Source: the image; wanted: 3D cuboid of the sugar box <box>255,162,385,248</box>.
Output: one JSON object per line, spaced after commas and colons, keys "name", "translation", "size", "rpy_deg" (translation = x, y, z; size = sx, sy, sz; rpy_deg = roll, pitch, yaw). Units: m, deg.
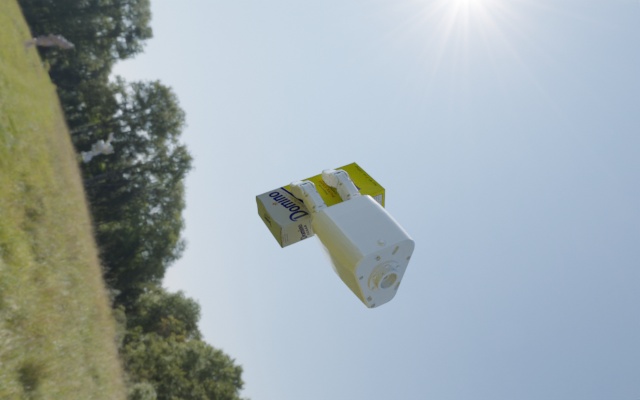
{"name": "sugar box", "translation": [0.000, 0.002, 0.726], "size": [0.176, 0.048, 0.093], "rpy_deg": [-18, 40, -22]}
